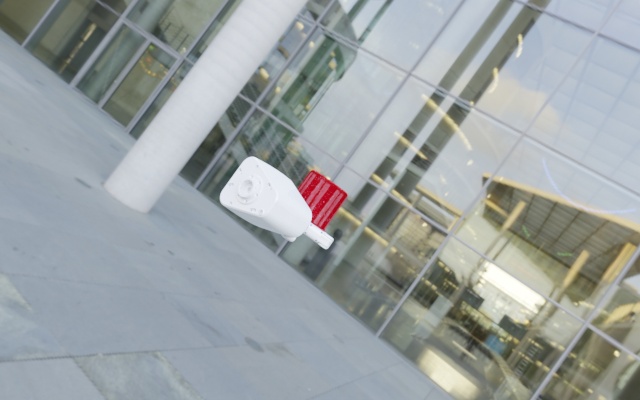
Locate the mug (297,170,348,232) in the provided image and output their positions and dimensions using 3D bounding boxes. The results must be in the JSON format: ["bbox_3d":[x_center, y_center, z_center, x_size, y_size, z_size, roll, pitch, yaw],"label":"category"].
[{"bbox_3d":[0.001,0.003,0.869,0.093,0.081,0.117,35,0,32],"label":"mug"}]
